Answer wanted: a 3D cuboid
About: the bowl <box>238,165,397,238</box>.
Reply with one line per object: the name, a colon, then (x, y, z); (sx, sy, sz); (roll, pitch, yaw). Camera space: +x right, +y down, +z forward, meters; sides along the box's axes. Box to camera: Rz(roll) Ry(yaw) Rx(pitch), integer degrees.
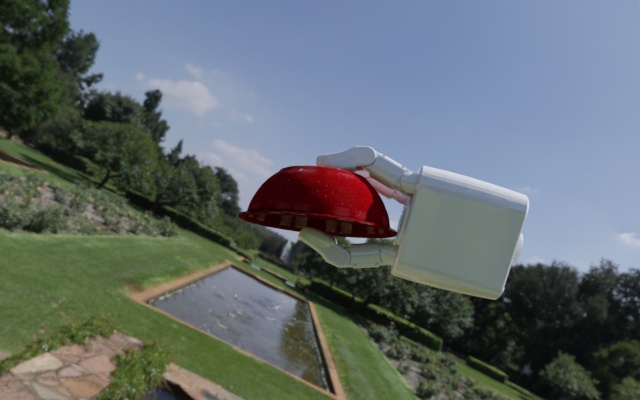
bowl: (-0.001, 0.001, 0.490); (0.162, 0.055, 0.162); (6, -9, 1)
